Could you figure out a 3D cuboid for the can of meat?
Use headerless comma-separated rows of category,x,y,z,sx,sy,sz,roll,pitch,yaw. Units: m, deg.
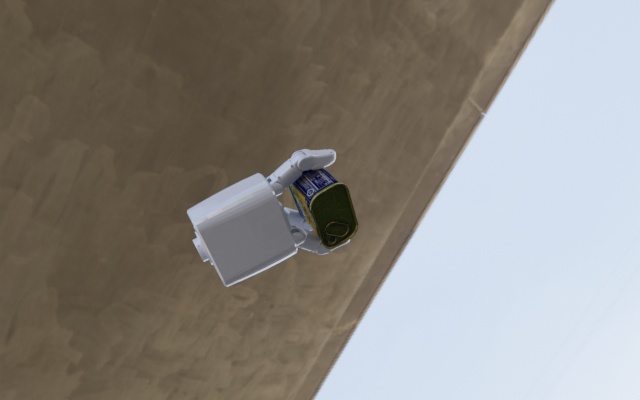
can of meat,0.000,0.002,0.655,0.057,0.102,0.084,-31,42,-13
